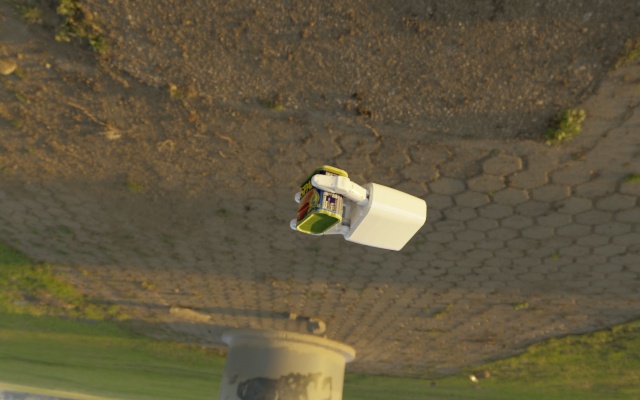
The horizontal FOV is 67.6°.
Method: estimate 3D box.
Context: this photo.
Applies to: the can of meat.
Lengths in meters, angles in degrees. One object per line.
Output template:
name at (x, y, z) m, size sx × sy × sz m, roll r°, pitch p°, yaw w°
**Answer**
can of meat at (0.000, 0.003, 0.804) m, size 0.057 × 0.084 × 0.102 m, roll 17°, pitch -27°, yaw -20°
